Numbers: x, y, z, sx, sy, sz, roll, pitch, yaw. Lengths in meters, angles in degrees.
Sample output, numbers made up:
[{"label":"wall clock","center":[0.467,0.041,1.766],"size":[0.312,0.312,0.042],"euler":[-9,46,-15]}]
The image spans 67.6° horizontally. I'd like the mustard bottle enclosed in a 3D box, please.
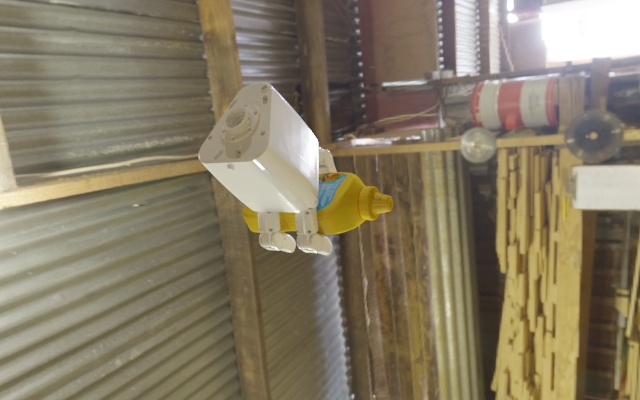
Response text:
[{"label":"mustard bottle","center":[0.000,0.002,0.612],"size":[0.191,0.058,0.096],"euler":[0,37,30]}]
